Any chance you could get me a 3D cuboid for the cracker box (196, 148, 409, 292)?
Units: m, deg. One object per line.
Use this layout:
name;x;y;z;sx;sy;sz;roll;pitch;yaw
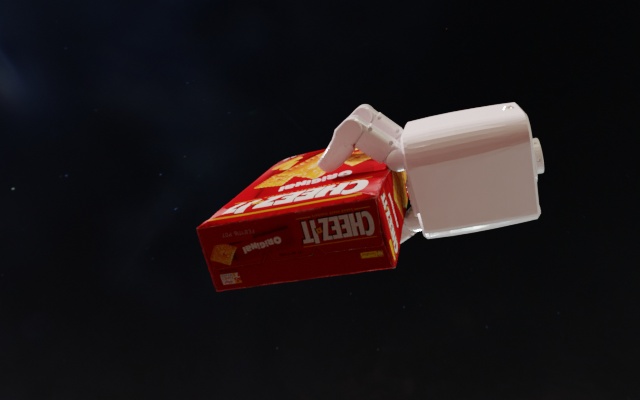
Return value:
cracker box;0.000;0.002;0.484;0.164;0.072;0.213;-11;16;18
